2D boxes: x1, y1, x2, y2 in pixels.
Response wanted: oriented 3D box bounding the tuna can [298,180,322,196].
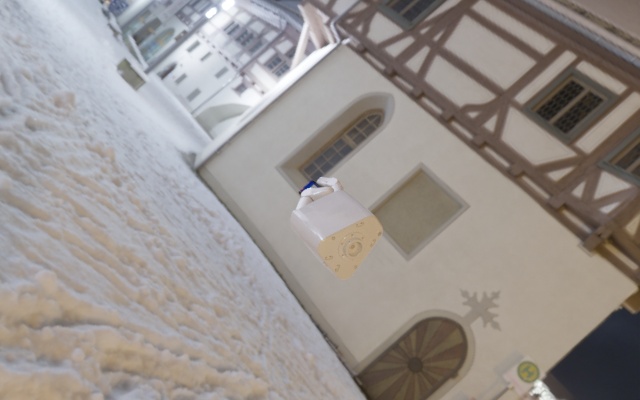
[{"bbox_3d":[0.001,0.002,0.890,0.034,0.086,0.086,-44,6,-6],"label":"tuna can"}]
